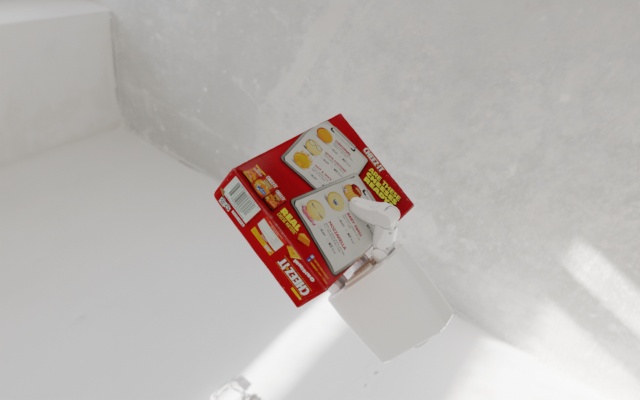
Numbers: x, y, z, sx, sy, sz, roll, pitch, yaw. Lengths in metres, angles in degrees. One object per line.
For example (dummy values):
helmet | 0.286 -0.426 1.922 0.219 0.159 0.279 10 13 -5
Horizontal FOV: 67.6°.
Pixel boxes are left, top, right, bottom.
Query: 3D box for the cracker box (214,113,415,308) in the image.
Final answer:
cracker box | 0.000 0.002 0.592 0.213 0.164 0.072 -36 -3 -46
